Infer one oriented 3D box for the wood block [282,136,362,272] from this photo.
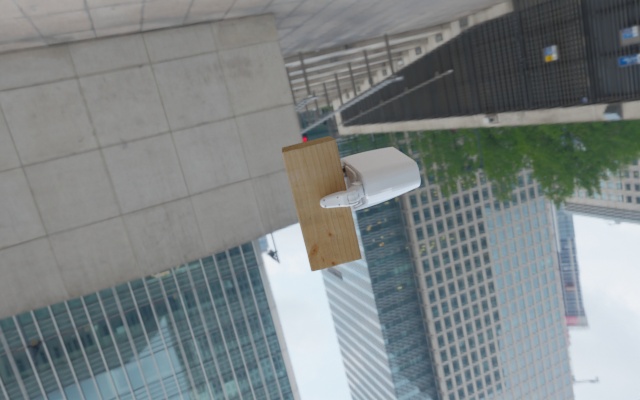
[{"bbox_3d":[0.001,0.003,0.818,0.090,0.206,0.091,-14,12,-3],"label":"wood block"}]
